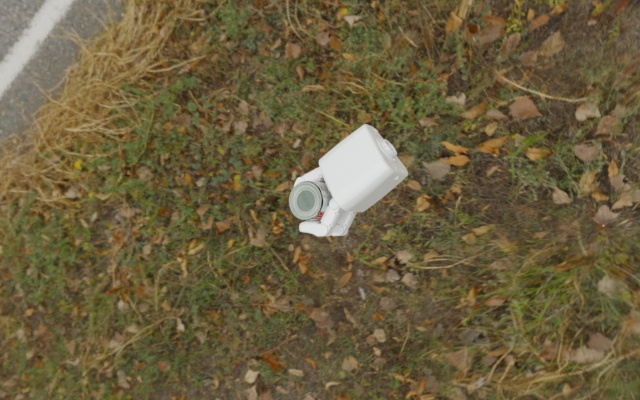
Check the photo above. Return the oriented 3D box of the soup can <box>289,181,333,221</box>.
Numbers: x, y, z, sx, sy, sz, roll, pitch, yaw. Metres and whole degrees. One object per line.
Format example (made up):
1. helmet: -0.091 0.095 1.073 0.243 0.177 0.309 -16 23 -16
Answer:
1. soup can: 0.000 0.003 0.835 0.068 0.068 0.102 0 -3 31
